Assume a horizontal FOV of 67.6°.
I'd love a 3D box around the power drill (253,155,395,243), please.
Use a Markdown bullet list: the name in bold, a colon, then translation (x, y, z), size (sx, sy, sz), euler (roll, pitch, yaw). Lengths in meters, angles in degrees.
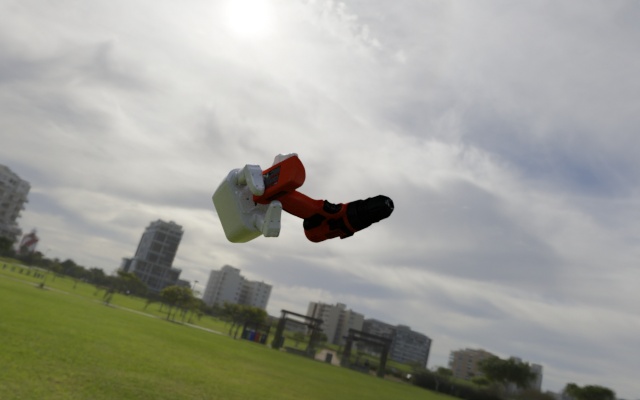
- **power drill**: translation (0.000, 0.002, 0.773), size (0.184, 0.057, 0.188), euler (-24, -44, 38)
